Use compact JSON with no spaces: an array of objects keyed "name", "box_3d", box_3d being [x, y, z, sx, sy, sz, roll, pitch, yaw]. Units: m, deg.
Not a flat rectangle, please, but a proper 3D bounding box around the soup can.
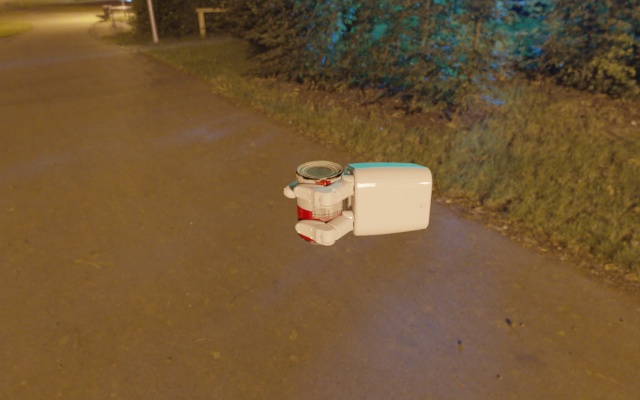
[{"name":"soup can","box_3d":[0.000,0.002,0.680,0.068,0.102,0.068,-1,26,0]}]
